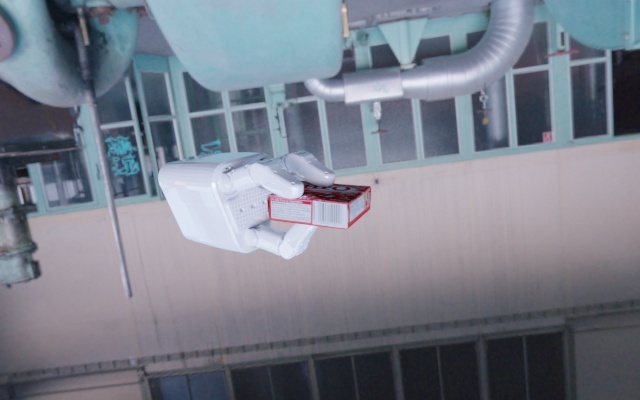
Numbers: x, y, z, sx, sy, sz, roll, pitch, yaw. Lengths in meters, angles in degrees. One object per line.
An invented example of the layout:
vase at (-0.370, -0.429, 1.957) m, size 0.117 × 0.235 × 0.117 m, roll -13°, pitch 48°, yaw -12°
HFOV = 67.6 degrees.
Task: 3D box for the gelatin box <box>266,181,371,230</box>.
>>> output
gelatin box at (0.000, 0.002, 0.498) m, size 0.089 × 0.030 × 0.073 m, roll 6°, pitch 16°, yaw 23°
